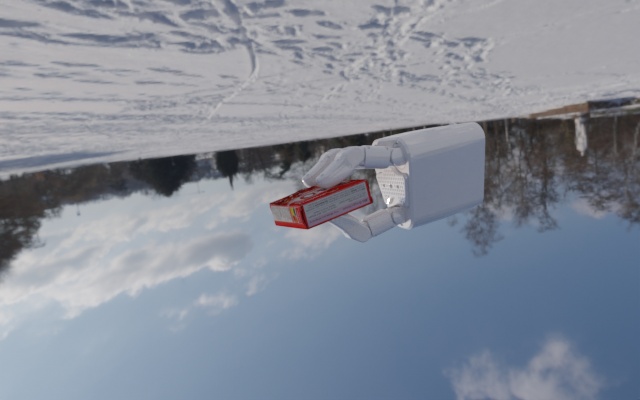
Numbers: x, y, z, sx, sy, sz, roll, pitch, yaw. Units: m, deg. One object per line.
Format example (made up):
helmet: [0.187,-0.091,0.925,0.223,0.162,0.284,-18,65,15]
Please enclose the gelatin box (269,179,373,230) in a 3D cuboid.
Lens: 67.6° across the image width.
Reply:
gelatin box: [0.000,0.002,0.520,0.089,0.030,0.073,-22,12,-29]
